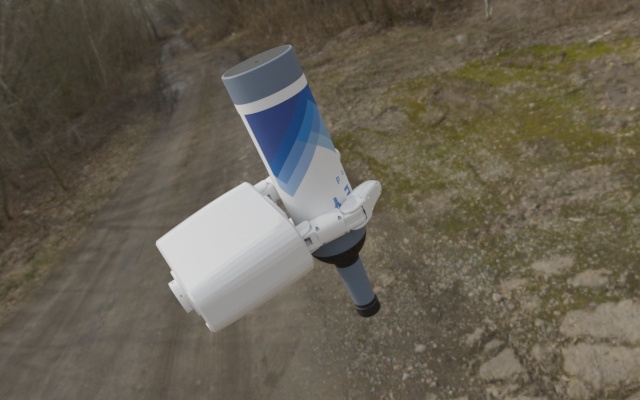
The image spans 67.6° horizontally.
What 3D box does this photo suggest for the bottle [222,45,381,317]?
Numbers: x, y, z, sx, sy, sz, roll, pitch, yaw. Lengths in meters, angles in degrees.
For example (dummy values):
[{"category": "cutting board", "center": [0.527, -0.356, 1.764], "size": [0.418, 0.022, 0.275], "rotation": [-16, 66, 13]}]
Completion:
[{"category": "bottle", "center": [0.000, 0.001, 0.471], "size": [0.069, 0.296, 0.069], "rotation": [-19, 27, 10]}]
